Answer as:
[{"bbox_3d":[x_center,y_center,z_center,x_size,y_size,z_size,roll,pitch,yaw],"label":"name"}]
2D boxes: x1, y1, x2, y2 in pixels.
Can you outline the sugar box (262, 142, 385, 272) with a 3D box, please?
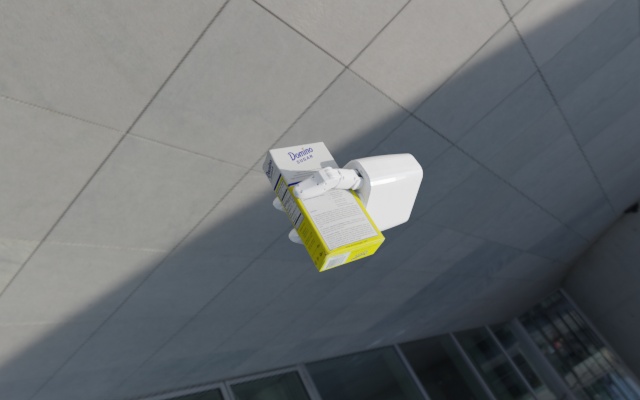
[{"bbox_3d":[0.000,0.003,0.646,0.093,0.176,0.048,-13,-33,-32],"label":"sugar box"}]
